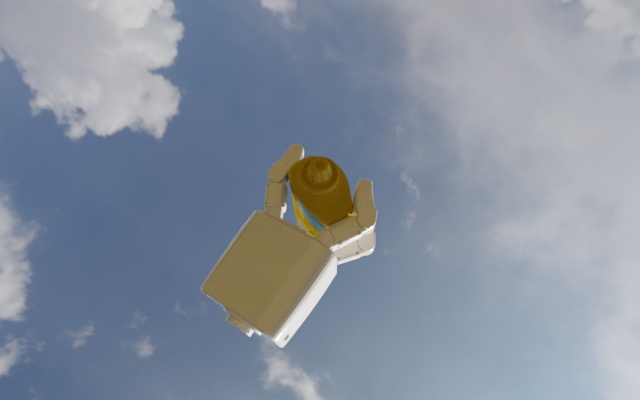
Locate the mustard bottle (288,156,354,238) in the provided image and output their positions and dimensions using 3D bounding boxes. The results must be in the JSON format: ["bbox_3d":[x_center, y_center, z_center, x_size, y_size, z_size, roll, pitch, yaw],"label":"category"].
[{"bbox_3d":[0.000,0.002,0.557,0.058,0.096,0.192,-30,-20,-10],"label":"mustard bottle"}]
